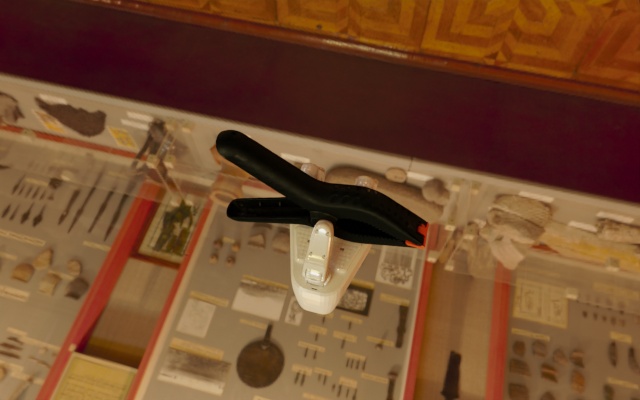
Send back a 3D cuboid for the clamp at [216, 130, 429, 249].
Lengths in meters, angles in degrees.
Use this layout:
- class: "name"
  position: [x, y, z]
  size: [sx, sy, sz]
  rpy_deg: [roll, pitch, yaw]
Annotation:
- class: "clamp"
  position: [0.000, 0.002, 0.446]
  size: [0.210, 0.036, 0.165]
  rpy_deg: [13, -23, 5]
